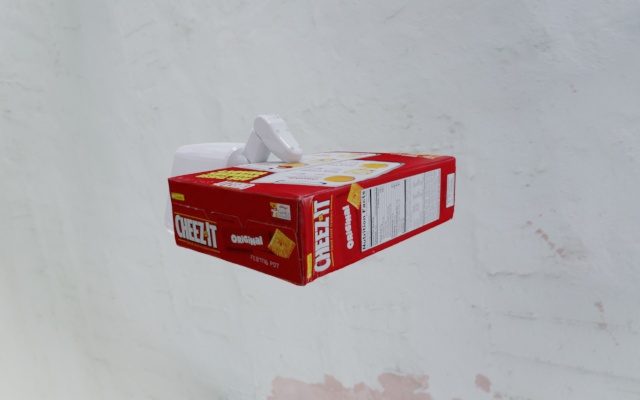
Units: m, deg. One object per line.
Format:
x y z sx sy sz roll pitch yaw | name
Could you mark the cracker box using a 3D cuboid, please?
0.000 0.001 0.438 0.164 0.072 0.213 8 16 42 | cracker box
